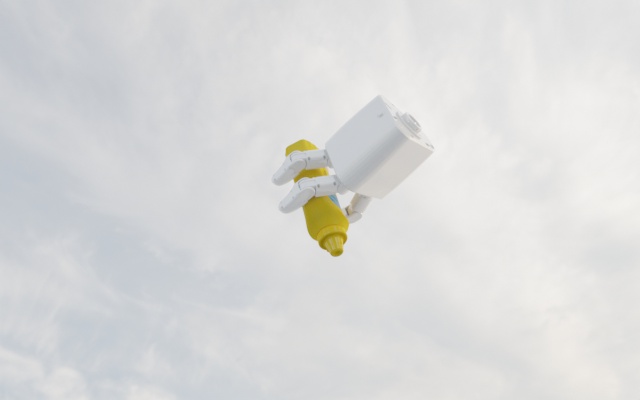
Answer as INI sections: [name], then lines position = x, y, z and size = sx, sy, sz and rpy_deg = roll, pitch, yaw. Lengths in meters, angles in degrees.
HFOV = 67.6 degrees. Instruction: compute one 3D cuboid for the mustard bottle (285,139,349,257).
[mustard bottle]
position = 0.000, 0.002, 0.695
size = 0.058, 0.191, 0.096
rpy_deg = -25, -42, 6
